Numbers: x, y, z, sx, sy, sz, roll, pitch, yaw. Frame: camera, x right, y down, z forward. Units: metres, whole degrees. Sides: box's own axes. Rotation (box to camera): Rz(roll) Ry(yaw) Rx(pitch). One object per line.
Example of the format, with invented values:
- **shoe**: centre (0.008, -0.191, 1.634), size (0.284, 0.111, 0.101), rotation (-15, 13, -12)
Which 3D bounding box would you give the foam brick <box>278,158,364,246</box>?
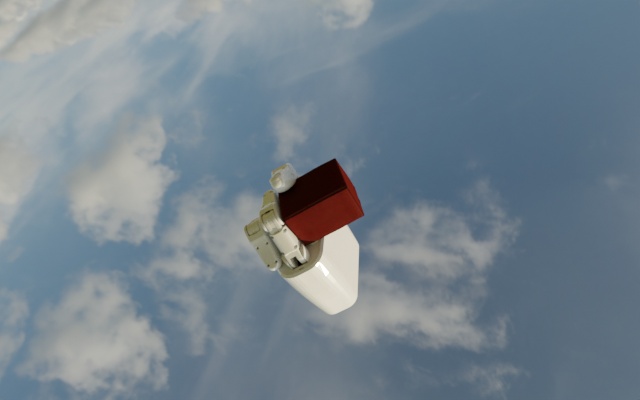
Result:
- **foam brick**: centre (0.000, 0.002, 0.525), size (0.078, 0.053, 0.051), rotation (-28, -49, 12)
